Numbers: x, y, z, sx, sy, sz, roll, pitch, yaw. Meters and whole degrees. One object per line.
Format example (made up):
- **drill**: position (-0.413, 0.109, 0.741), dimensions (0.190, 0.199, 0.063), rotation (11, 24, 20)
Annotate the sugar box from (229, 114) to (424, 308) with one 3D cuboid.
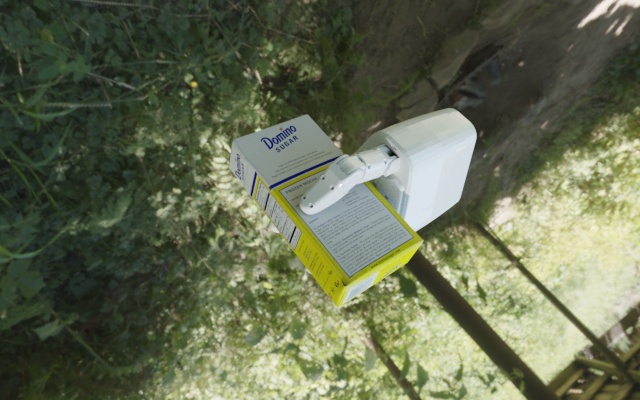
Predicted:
- **sugar box**: position (0.000, 0.002, 0.445), dimensions (0.093, 0.176, 0.048), rotation (-25, -29, -32)
